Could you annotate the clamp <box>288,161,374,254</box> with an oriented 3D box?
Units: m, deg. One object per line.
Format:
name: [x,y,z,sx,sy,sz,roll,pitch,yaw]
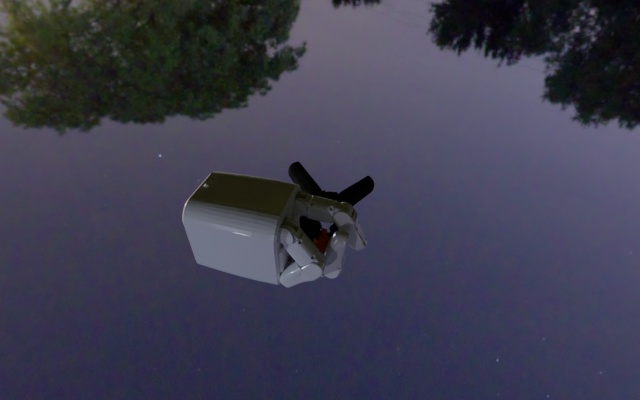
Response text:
clamp: [0.000,0.003,0.612,0.120,0.039,0.171,11,31,9]
